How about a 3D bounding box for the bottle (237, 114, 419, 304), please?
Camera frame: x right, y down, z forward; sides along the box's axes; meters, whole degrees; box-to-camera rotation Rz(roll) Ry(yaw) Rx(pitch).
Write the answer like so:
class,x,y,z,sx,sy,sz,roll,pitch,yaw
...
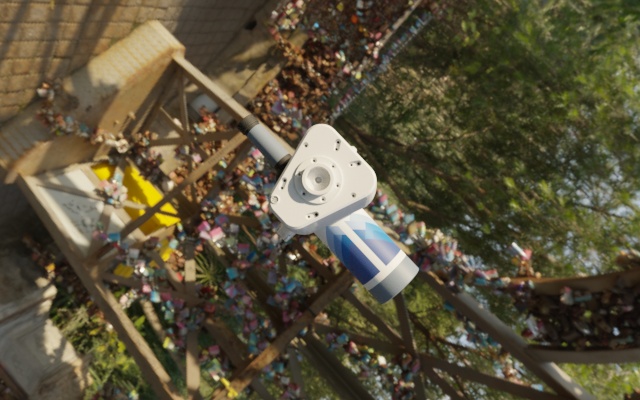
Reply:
class,x,y,z,sx,sy,sz,roll,pitch,yaw
bottle,0.000,0.002,0.618,0.069,0.295,0.069,-43,-5,-5
